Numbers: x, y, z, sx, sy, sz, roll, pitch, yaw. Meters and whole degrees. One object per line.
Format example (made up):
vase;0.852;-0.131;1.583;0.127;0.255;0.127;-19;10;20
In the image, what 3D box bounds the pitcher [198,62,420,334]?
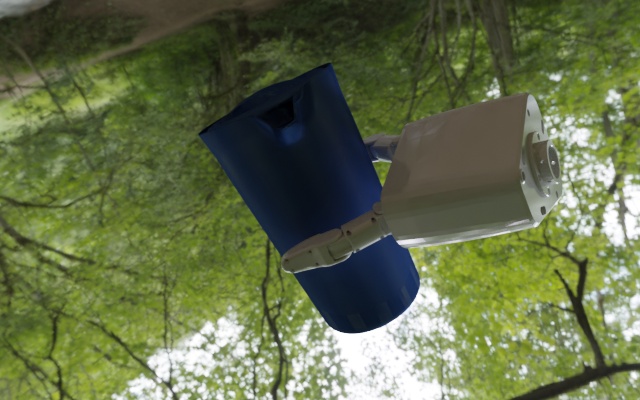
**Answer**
pitcher;0.000;0.002;0.469;0.145;0.243;0.149;-14;23;38
